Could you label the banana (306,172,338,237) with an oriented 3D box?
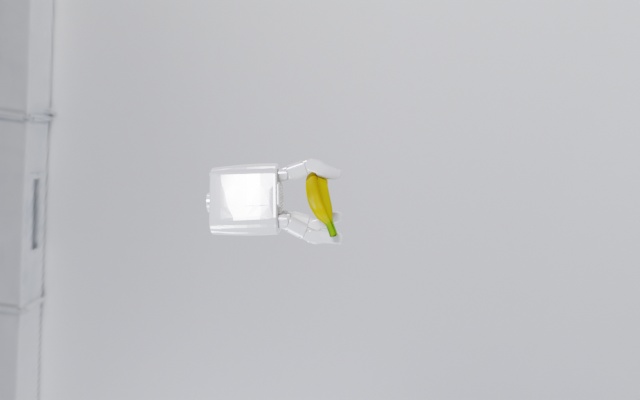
[{"bbox_3d":[-0.003,-0.013,0.784,0.037,0.070,0.197,-11,25,2],"label":"banana"}]
